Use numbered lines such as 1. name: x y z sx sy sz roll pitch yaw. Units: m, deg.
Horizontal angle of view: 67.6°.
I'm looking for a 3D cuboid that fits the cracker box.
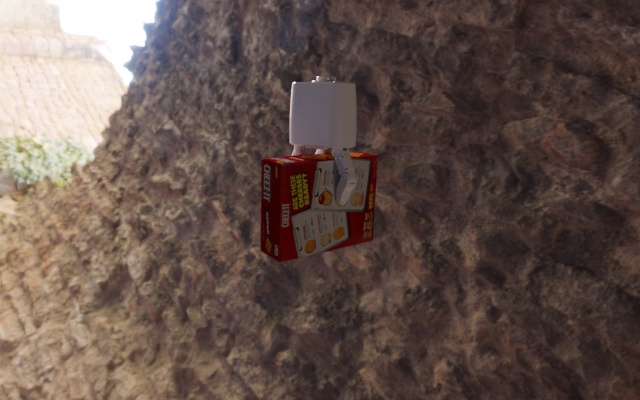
1. cracker box: 0.000 0.003 0.836 0.213 0.164 0.072 -9 17 -38
